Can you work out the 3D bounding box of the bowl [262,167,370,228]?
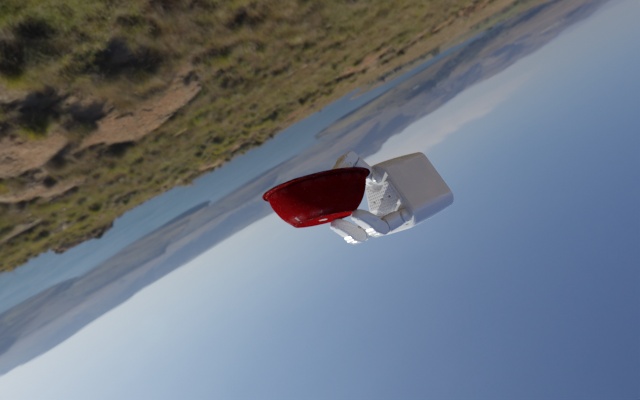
[{"bbox_3d":[-0.001,0.003,0.693,0.162,0.055,0.162,-13,-9,-2],"label":"bowl"}]
